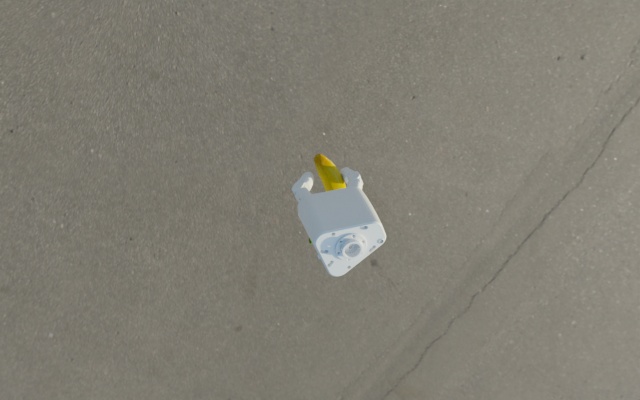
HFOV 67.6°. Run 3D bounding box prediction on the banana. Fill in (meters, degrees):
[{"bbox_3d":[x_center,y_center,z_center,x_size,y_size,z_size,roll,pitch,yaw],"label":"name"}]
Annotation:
[{"bbox_3d":[0.018,0.005,0.878,0.069,0.198,0.037,-3,33,-11],"label":"banana"}]
